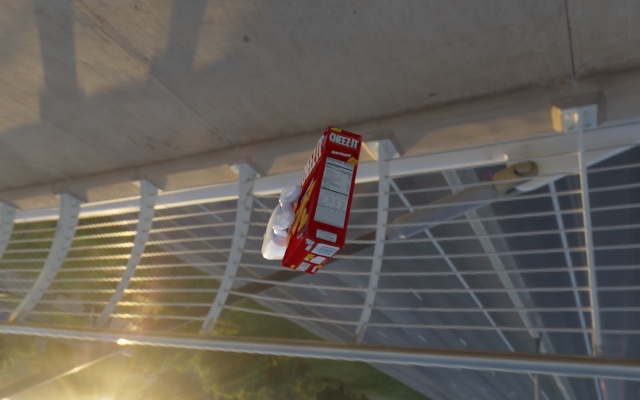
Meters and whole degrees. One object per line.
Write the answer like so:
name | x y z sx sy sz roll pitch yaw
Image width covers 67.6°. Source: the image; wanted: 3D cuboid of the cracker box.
cracker box | 0.000 0.003 0.838 0.072 0.213 0.164 17 -28 -11
